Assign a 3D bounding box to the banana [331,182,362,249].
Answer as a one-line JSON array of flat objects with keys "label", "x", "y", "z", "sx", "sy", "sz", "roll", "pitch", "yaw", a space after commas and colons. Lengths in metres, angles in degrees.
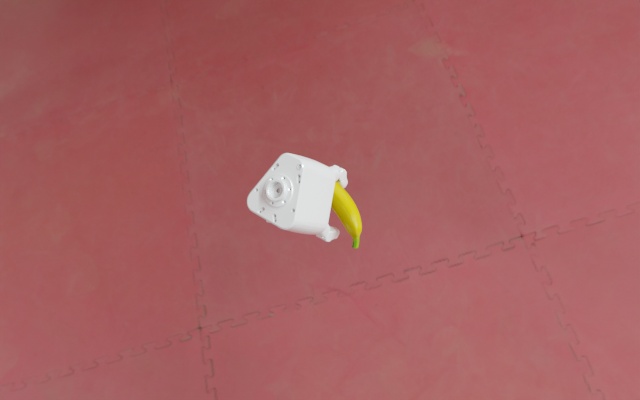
[{"label": "banana", "x": 0.012, "y": -0.007, "z": 0.836, "sx": 0.037, "sy": 0.197, "sz": 0.070, "roll": -18, "pitch": -27, "yaw": -52}]
